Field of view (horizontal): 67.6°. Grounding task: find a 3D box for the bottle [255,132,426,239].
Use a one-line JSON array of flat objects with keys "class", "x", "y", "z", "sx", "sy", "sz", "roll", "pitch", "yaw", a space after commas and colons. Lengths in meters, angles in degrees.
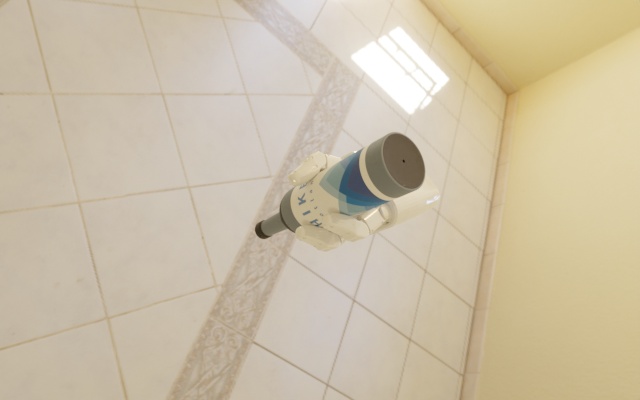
[{"class": "bottle", "x": 0.000, "y": 0.002, "z": 0.608, "sx": 0.069, "sy": 0.069, "sz": 0.296, "roll": 0, "pitch": -17, "yaw": -38}]
